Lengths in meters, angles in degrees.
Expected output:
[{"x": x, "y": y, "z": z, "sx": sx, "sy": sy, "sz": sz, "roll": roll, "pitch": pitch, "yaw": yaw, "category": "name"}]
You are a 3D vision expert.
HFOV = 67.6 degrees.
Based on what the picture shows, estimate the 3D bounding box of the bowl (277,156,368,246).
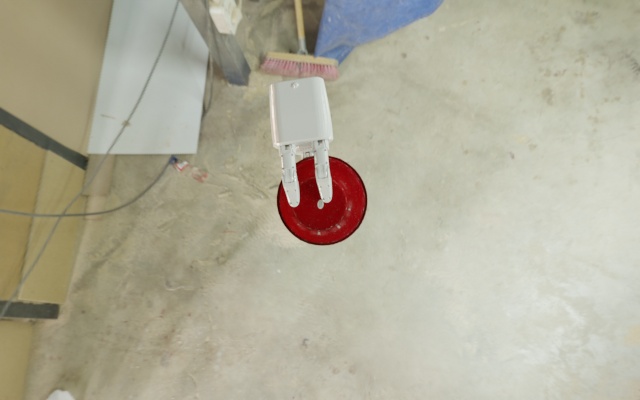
[{"x": 0.001, "y": 0.004, "z": 0.818, "sx": 0.162, "sy": 0.162, "sz": 0.055, "roll": 0, "pitch": 5, "yaw": 5, "category": "bowl"}]
